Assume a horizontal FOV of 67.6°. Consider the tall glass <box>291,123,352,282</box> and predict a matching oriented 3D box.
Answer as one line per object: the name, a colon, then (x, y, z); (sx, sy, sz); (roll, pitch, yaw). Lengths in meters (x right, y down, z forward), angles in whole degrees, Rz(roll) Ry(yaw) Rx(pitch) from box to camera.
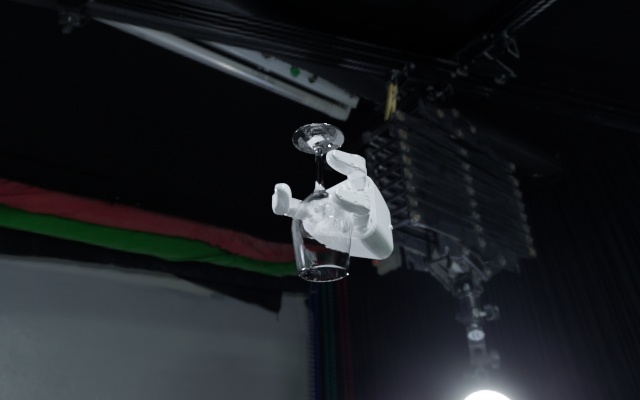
tall glass: (0.000, 0.001, 0.627); (0.079, 0.201, 0.079); (-1, -27, -1)
